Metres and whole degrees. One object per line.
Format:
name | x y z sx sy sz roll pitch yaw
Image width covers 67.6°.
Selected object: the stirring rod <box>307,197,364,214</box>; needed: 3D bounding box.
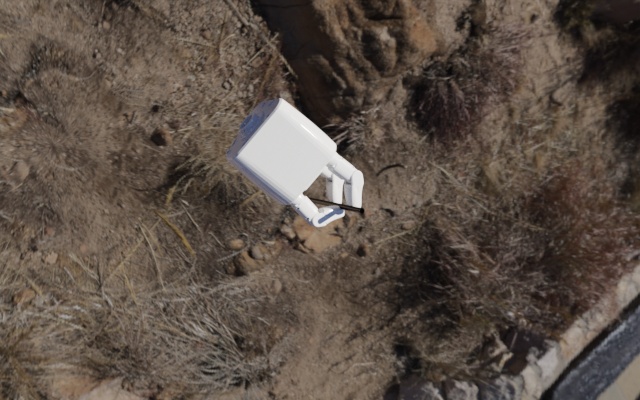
stirring rod | 0.000 0.002 0.775 0.011 0.011 0.239 0 6 -29
